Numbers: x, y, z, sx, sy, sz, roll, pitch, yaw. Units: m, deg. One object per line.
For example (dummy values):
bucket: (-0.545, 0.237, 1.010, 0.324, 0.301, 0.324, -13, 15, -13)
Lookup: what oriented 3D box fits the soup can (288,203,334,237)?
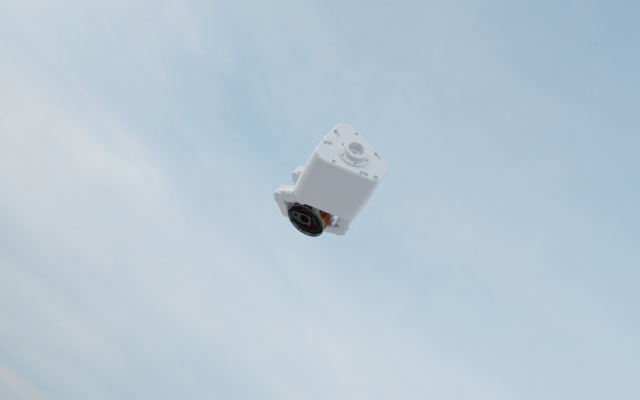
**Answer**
soup can: (0.000, 0.003, 0.804, 0.068, 0.068, 0.102, 0, 38, 40)
